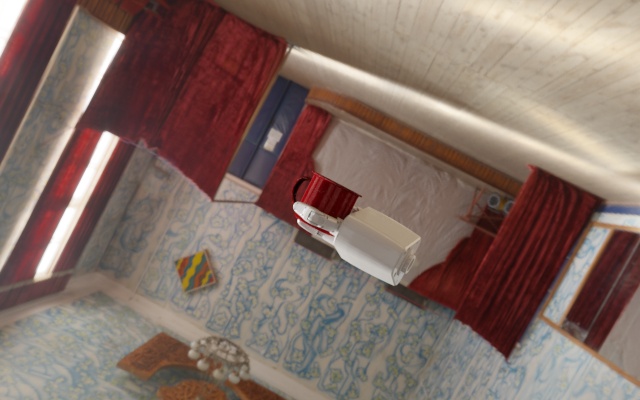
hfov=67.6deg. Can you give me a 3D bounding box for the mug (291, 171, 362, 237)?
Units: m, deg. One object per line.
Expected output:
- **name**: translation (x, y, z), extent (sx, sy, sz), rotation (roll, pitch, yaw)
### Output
- **mug**: translation (-0.001, 0.002, 0.797), extent (0.117, 0.081, 0.093), rotation (28, 2, 23)
